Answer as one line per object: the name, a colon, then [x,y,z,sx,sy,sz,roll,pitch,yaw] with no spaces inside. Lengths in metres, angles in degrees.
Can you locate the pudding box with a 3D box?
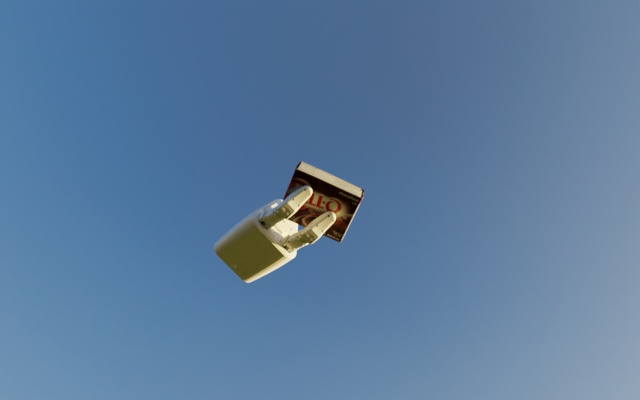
pudding box: [0.000,0.002,0.747,0.113,0.090,0.039,23,31,-2]
